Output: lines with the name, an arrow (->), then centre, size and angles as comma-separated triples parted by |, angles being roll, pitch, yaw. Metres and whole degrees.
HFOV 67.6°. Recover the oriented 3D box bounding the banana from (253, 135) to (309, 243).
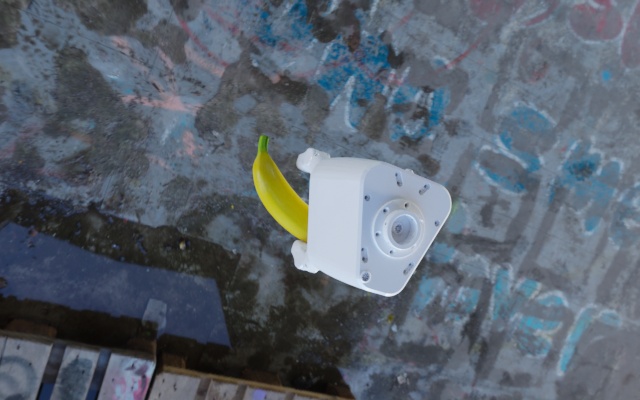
banana -> -0.013, 0.013, 0.558 | 0.198, 0.069, 0.037 | 45, -21, -17
